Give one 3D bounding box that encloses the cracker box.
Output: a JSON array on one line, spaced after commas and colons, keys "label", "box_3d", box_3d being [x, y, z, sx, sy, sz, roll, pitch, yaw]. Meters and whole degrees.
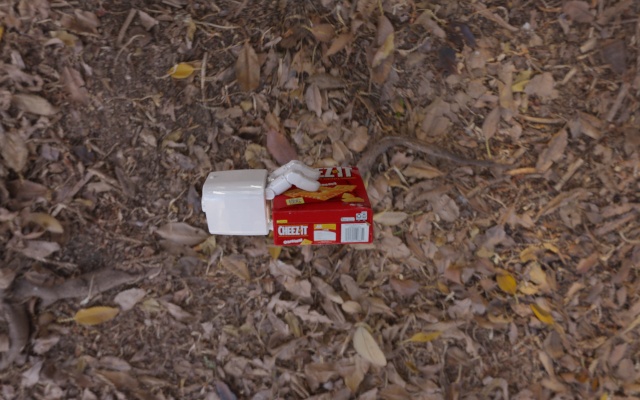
[{"label": "cracker box", "box_3d": [0.000, 0.003, 0.860, 0.164, 0.072, 0.213, -1, 23, -2]}]
